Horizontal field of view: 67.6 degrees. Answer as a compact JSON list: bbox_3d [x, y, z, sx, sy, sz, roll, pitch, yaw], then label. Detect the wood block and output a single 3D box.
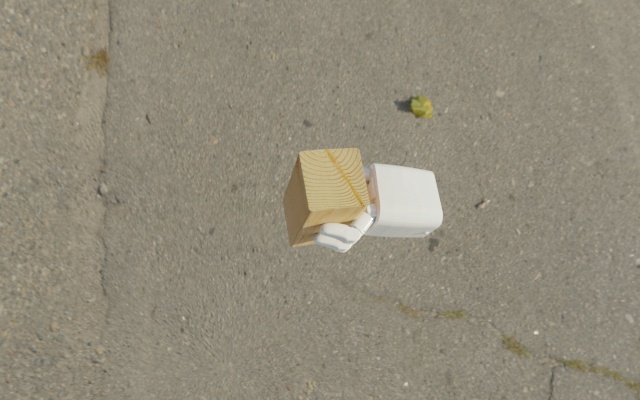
[{"bbox_3d":[0.000,0.002,0.754,0.090,0.090,0.206,-5,-18,-13],"label":"wood block"}]
